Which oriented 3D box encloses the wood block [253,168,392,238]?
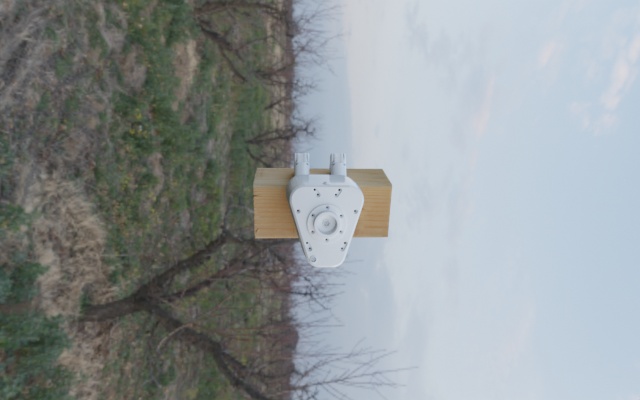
[{"bbox_3d":[0.000,0.003,0.757,0.206,0.091,0.090,0,20,-4],"label":"wood block"}]
